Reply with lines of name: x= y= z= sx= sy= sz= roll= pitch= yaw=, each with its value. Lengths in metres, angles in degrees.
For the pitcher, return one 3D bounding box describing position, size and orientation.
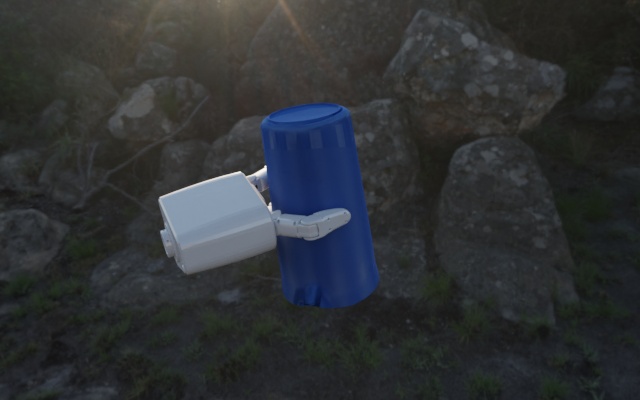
pitcher: x=0.000 y=0.002 z=0.617 sx=0.145 sy=0.243 sz=0.149 roll=-18 pitch=25 yaw=-22
